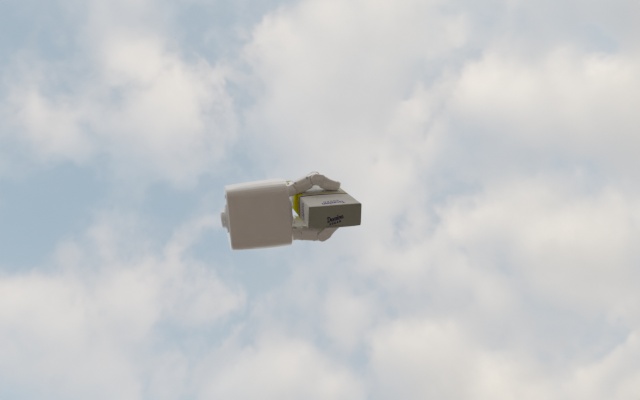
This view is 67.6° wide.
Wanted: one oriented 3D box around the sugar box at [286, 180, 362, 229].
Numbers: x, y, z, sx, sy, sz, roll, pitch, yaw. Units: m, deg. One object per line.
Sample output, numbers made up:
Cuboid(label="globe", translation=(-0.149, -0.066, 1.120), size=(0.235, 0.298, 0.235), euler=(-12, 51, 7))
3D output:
Cuboid(label="sugar box", translation=(0.000, 0.003, 0.851), size=(0.093, 0.048, 0.176), euler=(-4, 19, -15))
